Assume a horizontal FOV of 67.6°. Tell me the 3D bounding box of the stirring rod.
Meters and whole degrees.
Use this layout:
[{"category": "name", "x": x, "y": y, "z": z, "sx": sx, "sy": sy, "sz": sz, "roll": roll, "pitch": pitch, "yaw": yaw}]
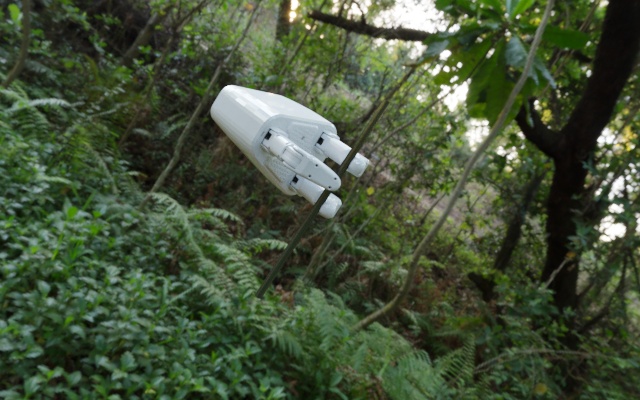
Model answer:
[{"category": "stirring rod", "x": 0.000, "y": 0.002, "z": 0.487, "sx": 0.011, "sy": 0.239, "sz": 0.011, "roll": 33, "pitch": 8, "yaw": -5}]
